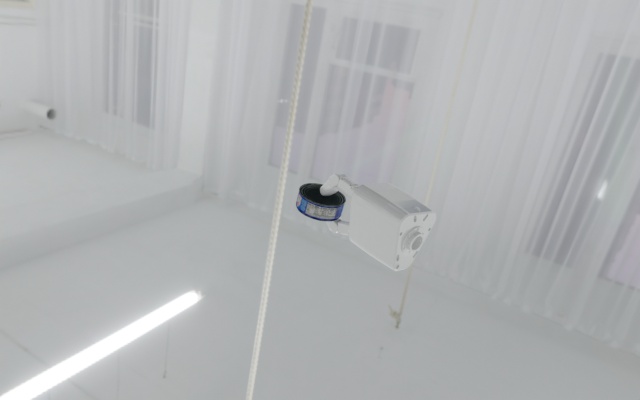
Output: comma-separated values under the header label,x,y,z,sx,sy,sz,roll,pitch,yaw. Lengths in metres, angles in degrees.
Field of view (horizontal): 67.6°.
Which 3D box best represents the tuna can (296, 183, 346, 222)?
label,x,y,z,sx,sy,sz,roll,pitch,yaw
tuna can,0.000,0.003,0.853,0.086,0.034,0.086,12,25,-6
